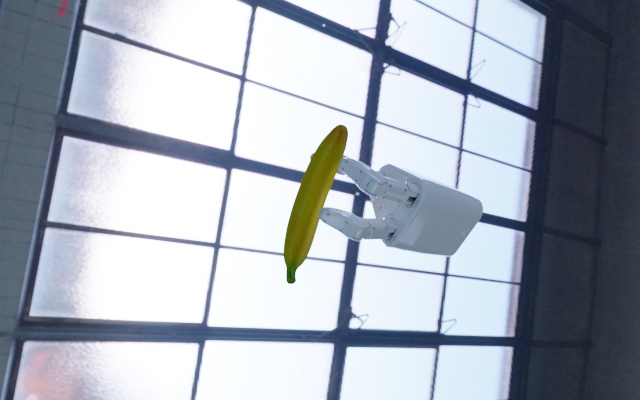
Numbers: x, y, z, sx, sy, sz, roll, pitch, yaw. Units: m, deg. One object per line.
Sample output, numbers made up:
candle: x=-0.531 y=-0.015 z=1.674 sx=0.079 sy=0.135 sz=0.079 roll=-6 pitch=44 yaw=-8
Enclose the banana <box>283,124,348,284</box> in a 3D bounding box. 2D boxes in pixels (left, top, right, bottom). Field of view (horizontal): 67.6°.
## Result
banana: x=-0.008 y=0.002 z=0.590 sx=0.037 sy=0.198 sz=0.069 roll=16 pitch=3 yaw=-24
